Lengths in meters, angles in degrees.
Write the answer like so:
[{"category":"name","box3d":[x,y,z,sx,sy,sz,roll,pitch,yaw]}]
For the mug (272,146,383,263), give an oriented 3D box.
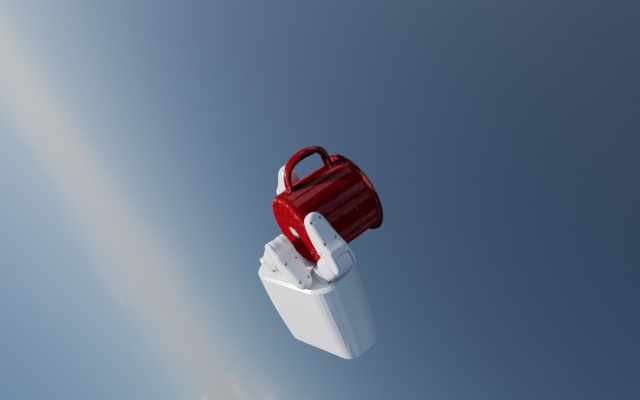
[{"category":"mug","box3d":[-0.001,0.001,0.490,0.081,0.117,0.093,-34,29,-21]}]
